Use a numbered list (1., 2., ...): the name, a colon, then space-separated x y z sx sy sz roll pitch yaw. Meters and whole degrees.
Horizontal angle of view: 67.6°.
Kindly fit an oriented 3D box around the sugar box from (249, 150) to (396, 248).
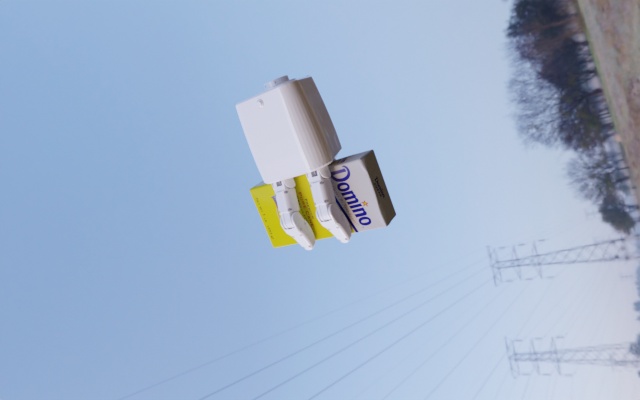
1. sugar box: 0.000 0.002 0.624 0.176 0.093 0.048 -14 15 33
